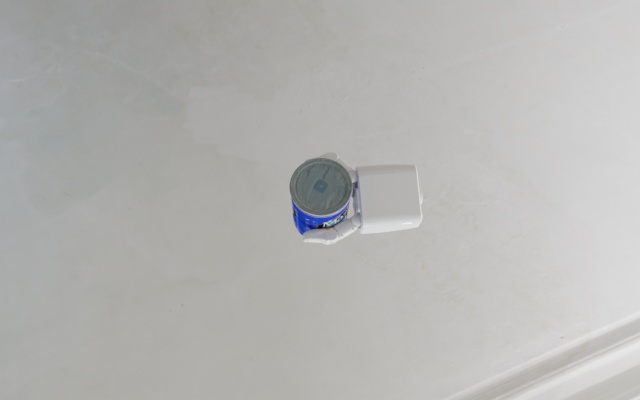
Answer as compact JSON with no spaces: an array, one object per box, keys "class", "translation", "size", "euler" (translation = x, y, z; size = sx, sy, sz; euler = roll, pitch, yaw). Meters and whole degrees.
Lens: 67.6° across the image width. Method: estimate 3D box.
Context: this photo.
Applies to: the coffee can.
[{"class":"coffee can","translation":[0.000,0.003,0.837],"size":[0.103,0.102,0.140],"euler":[0,-22,-1]}]
